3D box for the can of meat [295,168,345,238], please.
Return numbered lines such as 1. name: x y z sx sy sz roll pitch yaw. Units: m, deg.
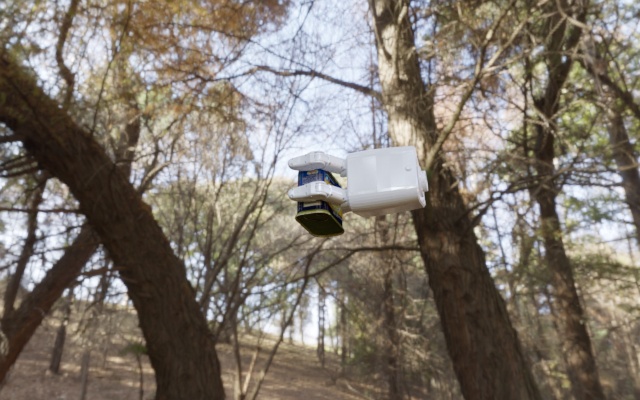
1. can of meat: 0.000 0.002 0.769 0.057 0.084 0.102 -9 -27 19
